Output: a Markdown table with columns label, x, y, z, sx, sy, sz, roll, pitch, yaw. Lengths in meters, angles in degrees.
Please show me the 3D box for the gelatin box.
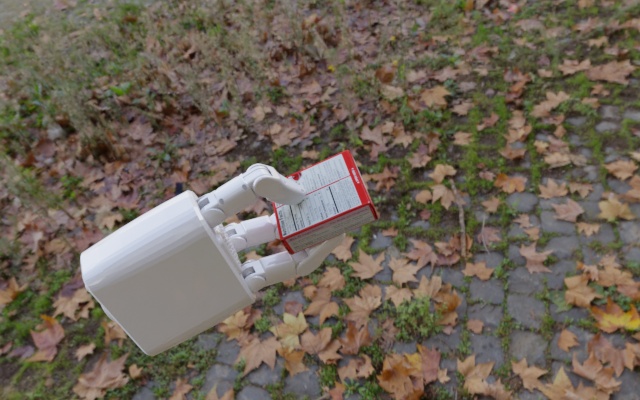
| label | x | y | z | sx | sy | sz | roll | pitch | yaw |
| --- | --- | --- | --- | --- | --- | --- | --- | --- | --- |
| gelatin box | 0.000 | 0.001 | 0.448 | 0.089 | 0.073 | 0.030 | -24 | -43 | 6 |
